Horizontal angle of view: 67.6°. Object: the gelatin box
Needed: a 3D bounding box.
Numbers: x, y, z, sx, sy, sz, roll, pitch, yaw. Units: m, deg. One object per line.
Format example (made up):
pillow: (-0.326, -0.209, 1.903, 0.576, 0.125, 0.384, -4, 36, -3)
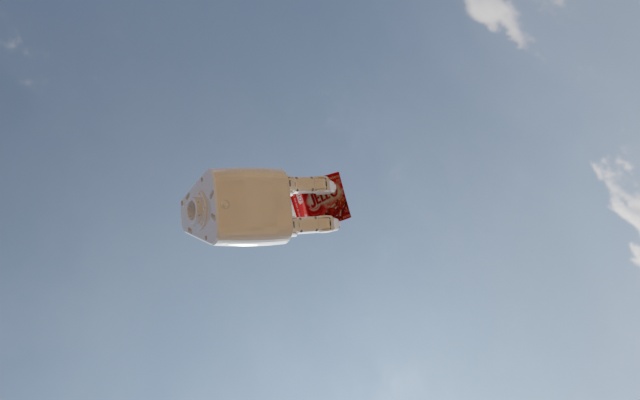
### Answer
gelatin box: (0.000, 0.002, 0.704, 0.030, 0.073, 0.089, -14, 3, 45)
